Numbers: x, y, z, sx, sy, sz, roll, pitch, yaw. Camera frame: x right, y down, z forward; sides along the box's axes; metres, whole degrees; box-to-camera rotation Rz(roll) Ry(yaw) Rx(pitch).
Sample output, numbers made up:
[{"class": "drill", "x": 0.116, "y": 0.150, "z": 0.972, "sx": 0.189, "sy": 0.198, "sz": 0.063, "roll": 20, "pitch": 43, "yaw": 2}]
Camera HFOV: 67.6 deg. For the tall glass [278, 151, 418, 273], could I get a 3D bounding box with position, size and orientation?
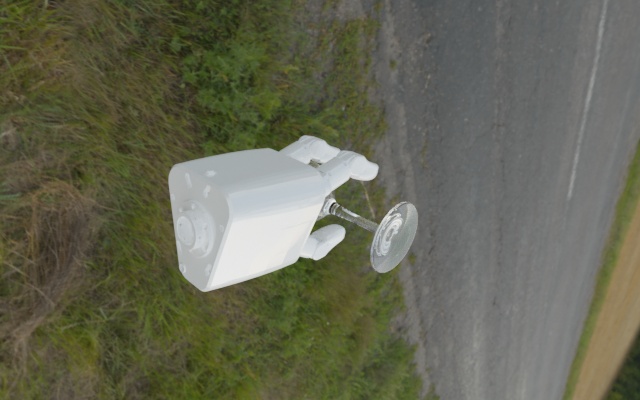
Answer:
[{"class": "tall glass", "x": 0.001, "y": 0.002, "z": 0.517, "sx": 0.201, "sy": 0.079, "sz": 0.079, "roll": 26, "pitch": 16, "yaw": 37}]
